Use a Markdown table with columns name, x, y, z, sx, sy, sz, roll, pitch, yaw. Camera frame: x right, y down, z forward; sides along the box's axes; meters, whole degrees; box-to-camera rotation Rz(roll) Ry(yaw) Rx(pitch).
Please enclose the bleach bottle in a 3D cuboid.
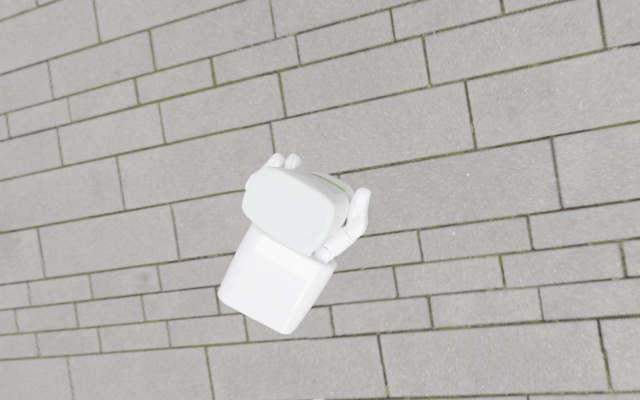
| name | x | y | z | sx | sy | sz | roll | pitch | yaw |
| --- | --- | --- | --- | --- | --- | --- | --- | --- | --- |
| bleach bottle | 0.000 | 0.002 | 0.599 | 0.102 | 0.068 | 0.251 | 32 | 11 | 13 |
